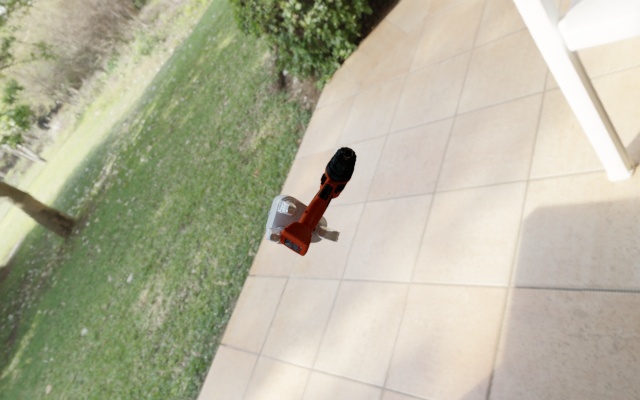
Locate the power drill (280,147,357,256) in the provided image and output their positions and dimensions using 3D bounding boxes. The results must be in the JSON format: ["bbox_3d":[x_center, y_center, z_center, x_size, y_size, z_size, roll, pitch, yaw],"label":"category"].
[{"bbox_3d":[0.000,0.003,0.878,0.057,0.187,0.184,32,-21,5],"label":"power drill"}]
